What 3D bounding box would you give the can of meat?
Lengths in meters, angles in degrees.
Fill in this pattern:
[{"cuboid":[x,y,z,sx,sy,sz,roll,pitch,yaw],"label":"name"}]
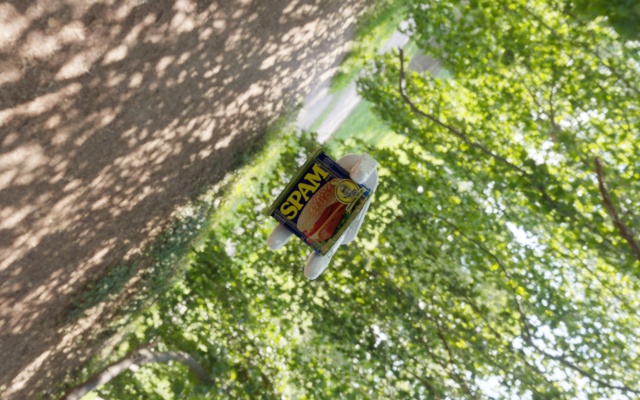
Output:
[{"cuboid":[0.000,0.002,0.555,0.084,0.102,0.057,39,5,0],"label":"can of meat"}]
